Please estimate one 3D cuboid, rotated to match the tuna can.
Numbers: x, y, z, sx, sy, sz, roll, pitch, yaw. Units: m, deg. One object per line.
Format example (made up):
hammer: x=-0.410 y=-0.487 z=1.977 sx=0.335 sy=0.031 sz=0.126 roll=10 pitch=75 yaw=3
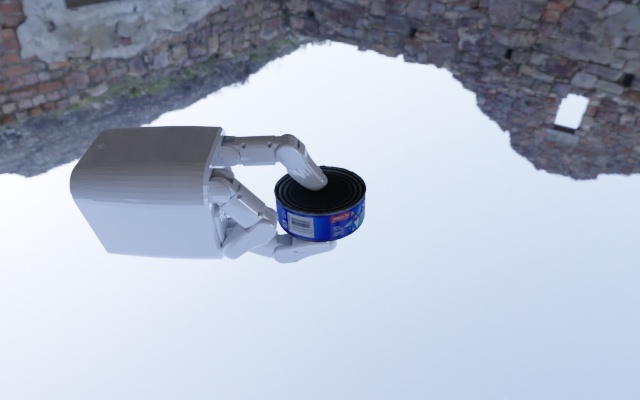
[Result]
tuna can: x=0.000 y=0.002 z=0.450 sx=0.086 sy=0.034 sz=0.086 roll=-1 pitch=33 yaw=1
